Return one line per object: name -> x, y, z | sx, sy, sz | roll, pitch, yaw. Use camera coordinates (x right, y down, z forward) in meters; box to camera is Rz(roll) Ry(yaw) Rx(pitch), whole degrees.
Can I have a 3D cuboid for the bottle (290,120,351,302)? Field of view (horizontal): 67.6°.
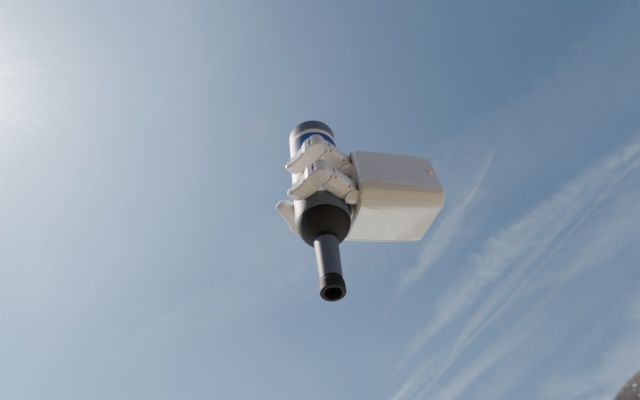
bottle -> 0.000, 0.002, 0.597 | 0.069, 0.069, 0.295 | 0, 39, -6
